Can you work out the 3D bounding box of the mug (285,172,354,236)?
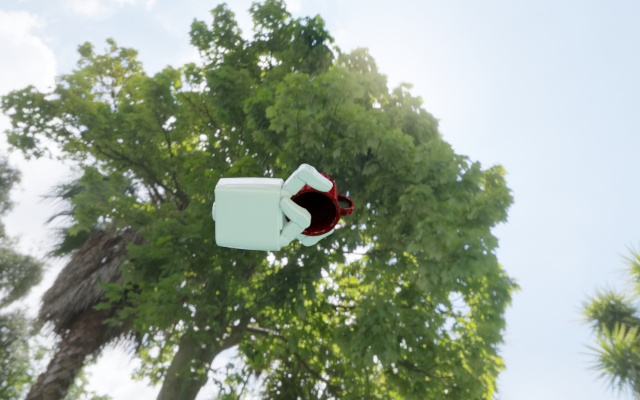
[{"bbox_3d":[0.002,0.003,0.828,0.117,0.093,0.081,4,29,0],"label":"mug"}]
